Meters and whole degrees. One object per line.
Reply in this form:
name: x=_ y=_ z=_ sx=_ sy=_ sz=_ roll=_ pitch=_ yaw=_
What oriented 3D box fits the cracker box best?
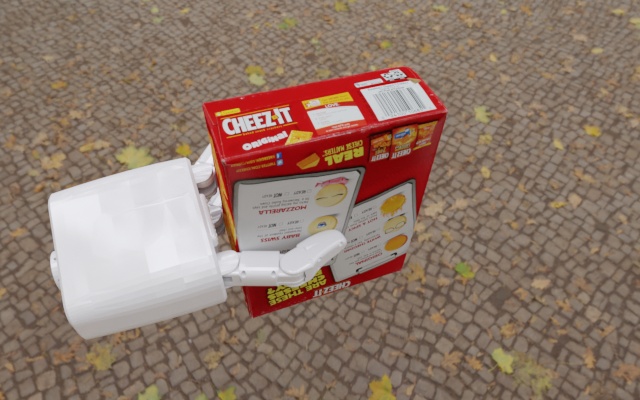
cracker box: x=0.000 y=0.001 z=0.412 sx=0.164 sy=0.072 sz=0.214 roll=-15 pitch=-38 yaw=-14
